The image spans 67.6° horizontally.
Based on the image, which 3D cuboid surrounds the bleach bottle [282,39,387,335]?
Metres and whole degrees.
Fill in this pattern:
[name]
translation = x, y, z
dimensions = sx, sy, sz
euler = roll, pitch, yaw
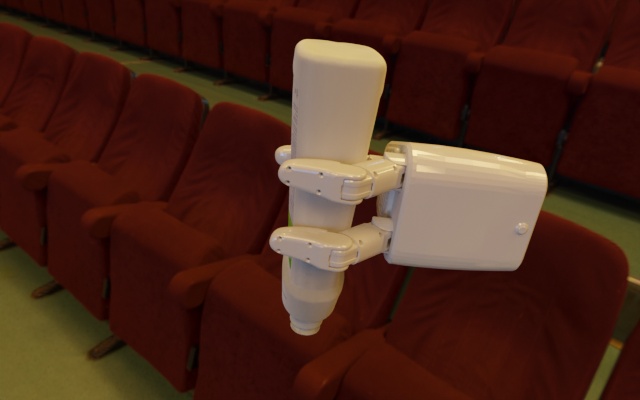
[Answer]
[bleach bottle]
translation = 0.000, 0.001, 0.405
dimensions = 0.068, 0.251, 0.102
euler = 5, 25, -4
